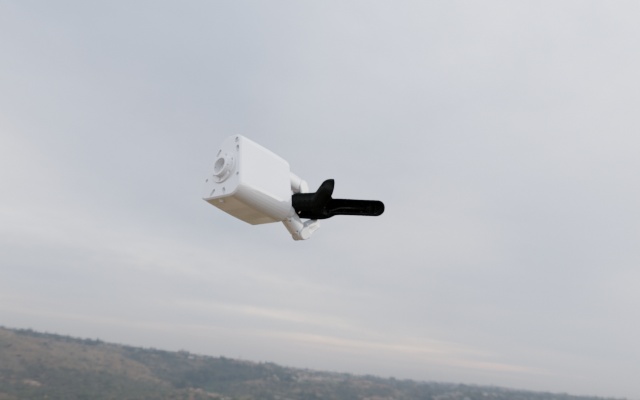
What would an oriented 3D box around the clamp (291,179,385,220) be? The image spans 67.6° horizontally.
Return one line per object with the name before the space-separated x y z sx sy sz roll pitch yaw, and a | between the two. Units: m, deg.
clamp | 0.000 0.002 0.742 0.171 0.039 0.120 -9 -31 39
